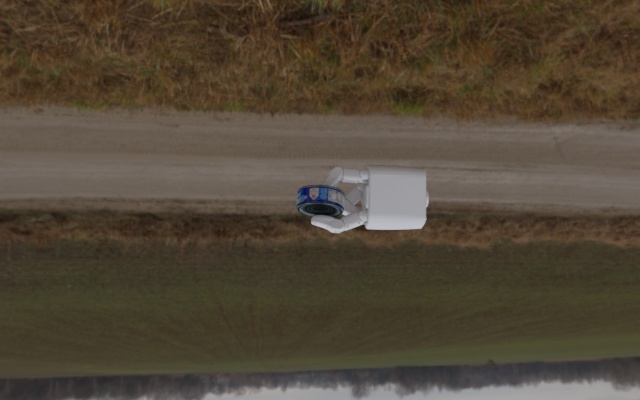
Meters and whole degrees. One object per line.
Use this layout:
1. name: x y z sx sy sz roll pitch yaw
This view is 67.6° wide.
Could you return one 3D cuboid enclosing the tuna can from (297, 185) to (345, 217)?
1. tuna can: 0.000 0.003 0.851 0.086 0.033 0.086 3 -20 1
